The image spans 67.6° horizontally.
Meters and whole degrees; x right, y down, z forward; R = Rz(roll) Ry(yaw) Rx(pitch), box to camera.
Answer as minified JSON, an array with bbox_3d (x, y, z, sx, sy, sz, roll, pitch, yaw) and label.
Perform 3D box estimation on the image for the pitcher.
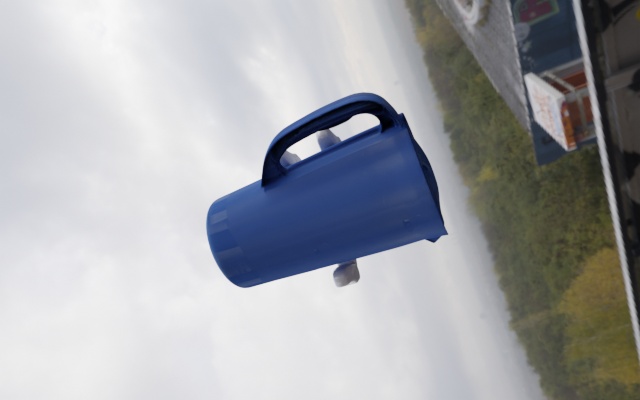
[{"bbox_3d":[0.000,0.002,0.512,0.243,0.149,0.145,-20,-15,14],"label":"pitcher"}]
